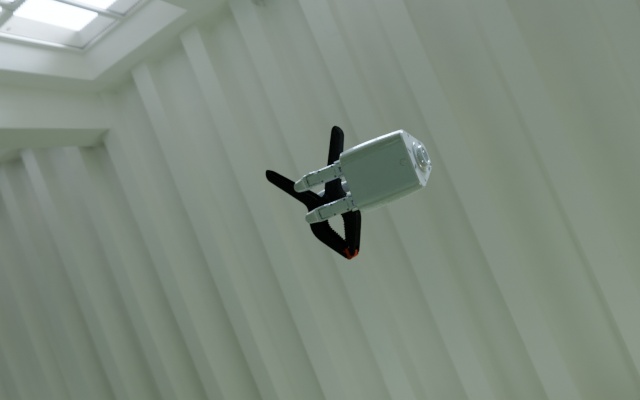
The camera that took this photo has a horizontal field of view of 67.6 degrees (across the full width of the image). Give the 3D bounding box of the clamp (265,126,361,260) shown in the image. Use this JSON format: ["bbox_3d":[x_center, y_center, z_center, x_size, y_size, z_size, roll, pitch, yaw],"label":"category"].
[{"bbox_3d":[0.001,0.003,0.797,0.164,0.210,0.036,-22,-3,30],"label":"clamp"}]
